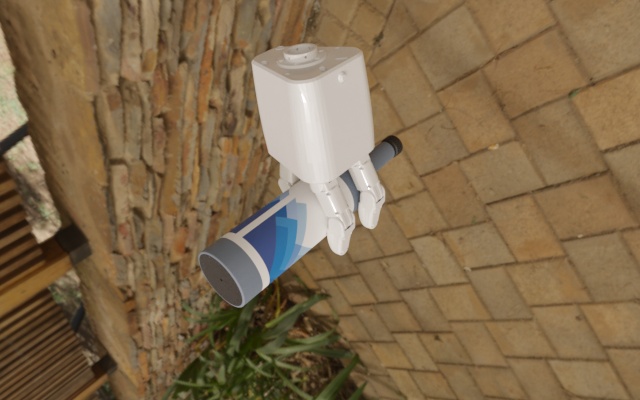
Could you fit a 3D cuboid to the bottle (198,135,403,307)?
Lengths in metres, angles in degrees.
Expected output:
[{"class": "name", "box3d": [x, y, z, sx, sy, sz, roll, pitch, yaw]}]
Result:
[{"class": "bottle", "box3d": [0.000, 0.002, 0.541, 0.295, 0.069, 0.069, -38, 23, -34]}]
